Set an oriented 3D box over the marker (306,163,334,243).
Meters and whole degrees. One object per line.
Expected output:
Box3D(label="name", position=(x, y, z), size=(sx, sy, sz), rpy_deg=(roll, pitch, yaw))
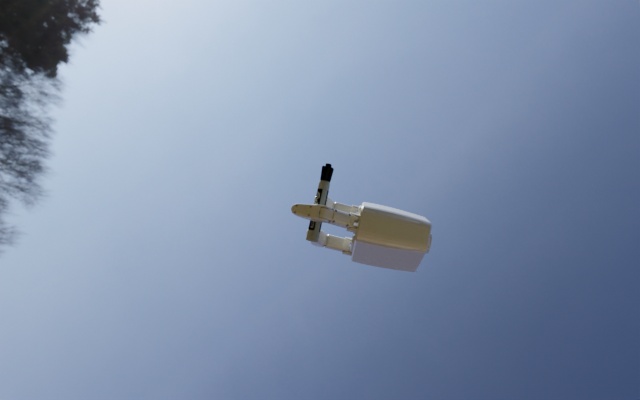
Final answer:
Box3D(label="marker", position=(0.000, 0.002, 0.719), size=(0.020, 0.121, 0.020), rpy_deg=(12, -11, 2))
